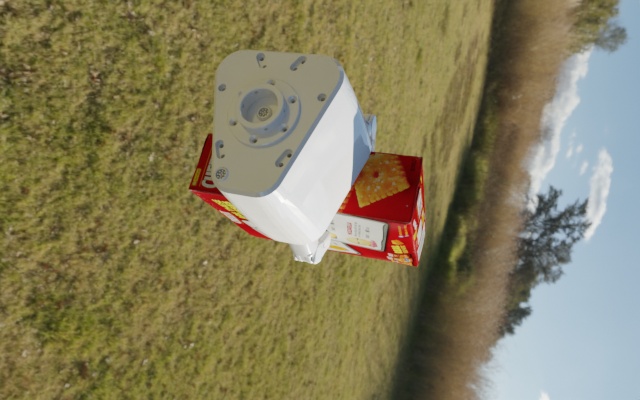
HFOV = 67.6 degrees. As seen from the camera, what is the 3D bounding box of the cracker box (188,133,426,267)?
[{"bbox_3d":[0.000,0.002,0.503,0.213,0.072,0.164,9,-18,17],"label":"cracker box"}]
